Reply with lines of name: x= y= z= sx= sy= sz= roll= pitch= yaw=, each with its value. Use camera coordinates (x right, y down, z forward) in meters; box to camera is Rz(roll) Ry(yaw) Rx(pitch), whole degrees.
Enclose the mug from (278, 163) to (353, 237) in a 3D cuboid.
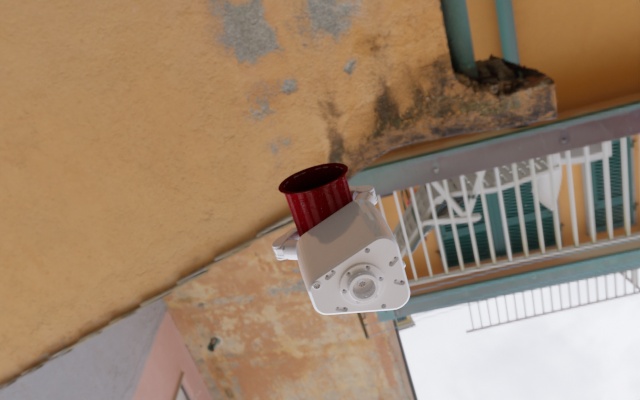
mug: x=0.000 y=0.002 z=0.635 sx=0.093 sy=0.081 sz=0.117 roll=-18 pitch=21 yaw=0
